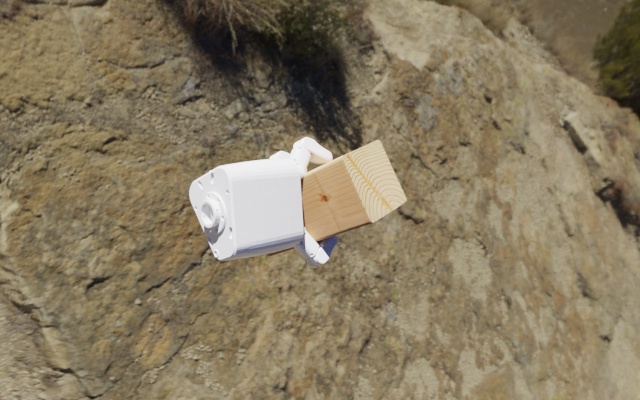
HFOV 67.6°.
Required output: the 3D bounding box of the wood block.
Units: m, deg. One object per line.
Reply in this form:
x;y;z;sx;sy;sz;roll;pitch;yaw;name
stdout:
0.000;0.003;0.664;0.206;0.091;0.090;-22;4;44;wood block
